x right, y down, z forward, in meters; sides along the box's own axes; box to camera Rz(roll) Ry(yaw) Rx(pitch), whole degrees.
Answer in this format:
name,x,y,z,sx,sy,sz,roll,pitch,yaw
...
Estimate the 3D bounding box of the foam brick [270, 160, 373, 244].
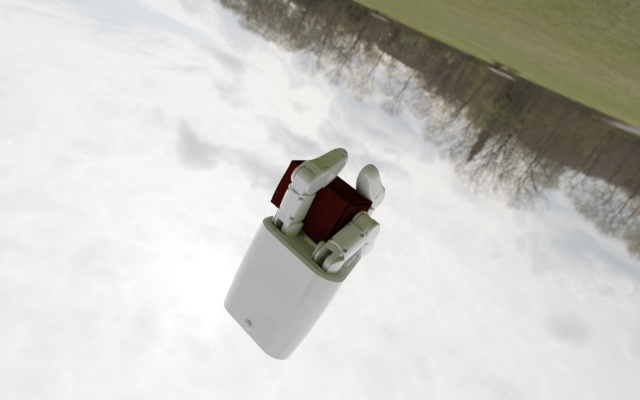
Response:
name,x,y,z,sx,sy,sz,roll,pitch,yaw
foam brick,0.000,0.001,0.470,0.078,0.051,0.053,40,21,25
